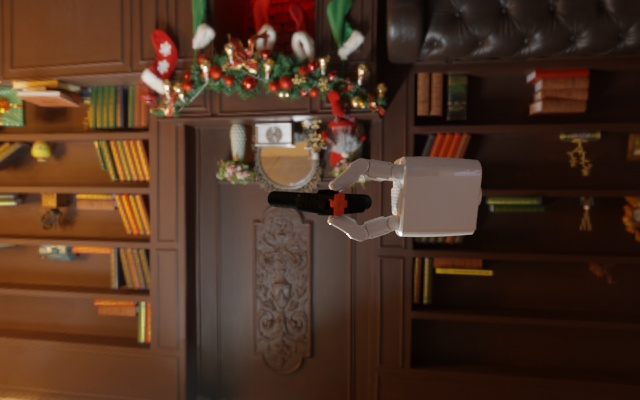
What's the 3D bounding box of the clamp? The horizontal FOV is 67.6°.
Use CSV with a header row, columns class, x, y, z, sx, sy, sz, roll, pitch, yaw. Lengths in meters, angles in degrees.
class,x,y,z,sx,sy,sz,roll,pitch,yaw
clamp,0.000,0.003,0.670,0.164,0.036,0.210,1,1,0
